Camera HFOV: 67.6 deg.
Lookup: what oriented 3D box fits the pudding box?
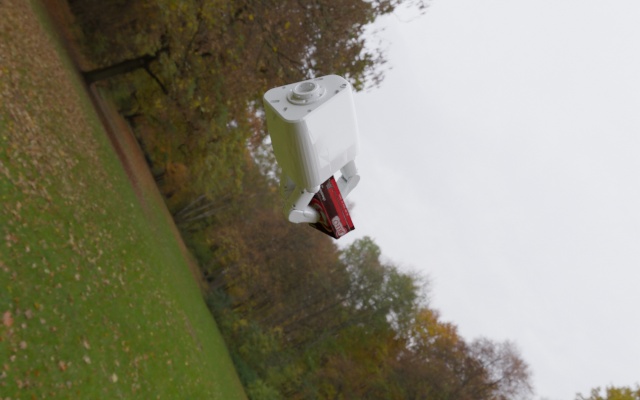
[{"bbox_3d":[0.000,0.002,0.712,0.039,0.090,0.113,-27,17,-15],"label":"pudding box"}]
